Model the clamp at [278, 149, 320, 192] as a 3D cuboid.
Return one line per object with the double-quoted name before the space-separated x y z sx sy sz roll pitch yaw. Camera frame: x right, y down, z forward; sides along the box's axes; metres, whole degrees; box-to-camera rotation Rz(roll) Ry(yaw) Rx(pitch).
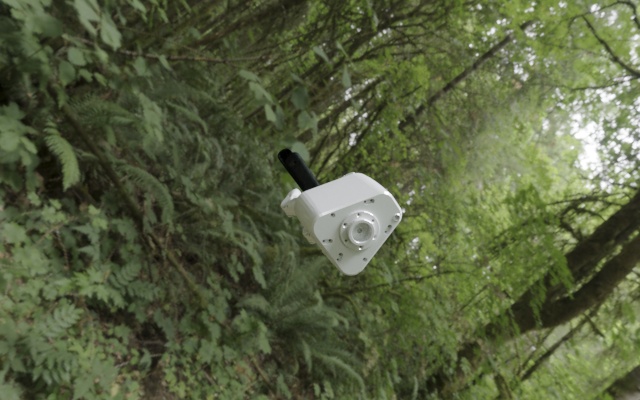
"clamp" 0.001 0.002 0.738 0.036 0.210 0.164 -36 18 -1
